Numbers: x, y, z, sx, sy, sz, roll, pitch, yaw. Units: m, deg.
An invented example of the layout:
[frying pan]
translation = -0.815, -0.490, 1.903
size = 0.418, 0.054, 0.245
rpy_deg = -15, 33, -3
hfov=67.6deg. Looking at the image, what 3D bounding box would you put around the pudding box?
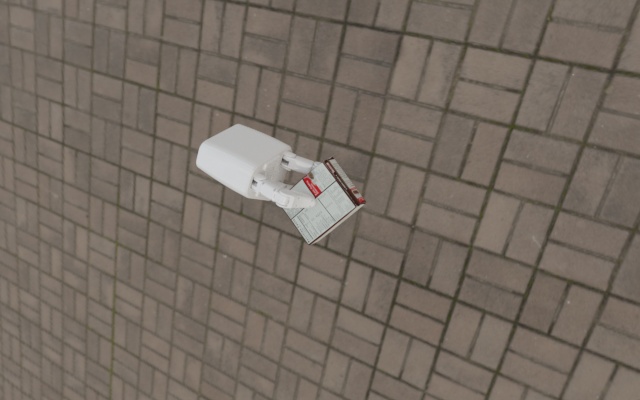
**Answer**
[pudding box]
translation = 0.000, 0.002, 0.735
size = 0.113, 0.090, 0.039
rpy_deg = -40, -7, 30
